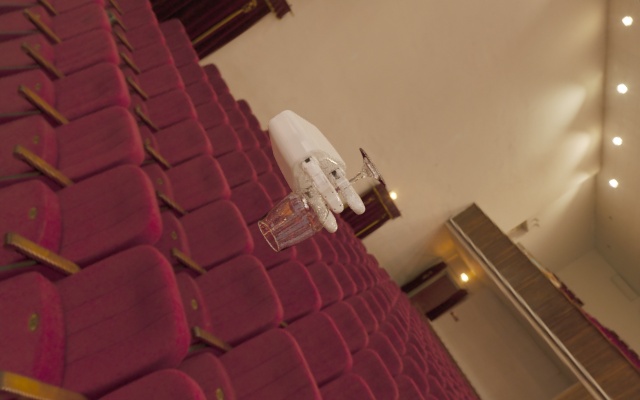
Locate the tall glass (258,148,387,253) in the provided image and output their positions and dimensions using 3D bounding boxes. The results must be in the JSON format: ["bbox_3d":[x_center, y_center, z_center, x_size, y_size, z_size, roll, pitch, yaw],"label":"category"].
[{"bbox_3d":[0.001,0.002,0.755,0.201,0.079,0.079,-34,-2,2],"label":"tall glass"}]
